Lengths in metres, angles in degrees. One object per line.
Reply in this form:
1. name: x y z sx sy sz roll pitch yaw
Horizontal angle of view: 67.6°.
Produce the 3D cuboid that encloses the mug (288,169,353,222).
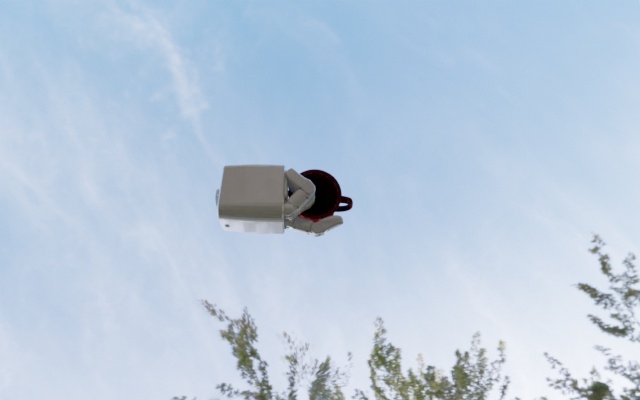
1. mug: 0.002 0.003 0.864 0.117 0.093 0.081 3 -21 -3
